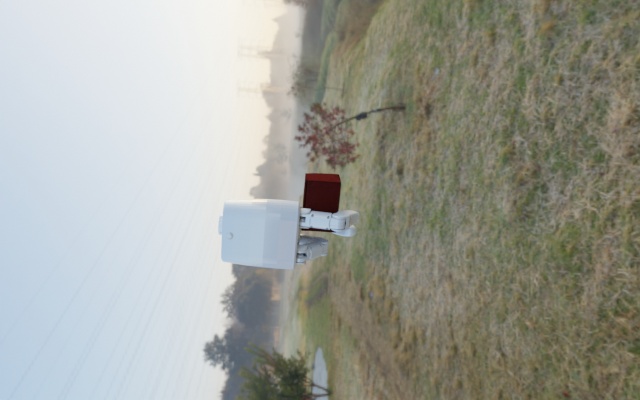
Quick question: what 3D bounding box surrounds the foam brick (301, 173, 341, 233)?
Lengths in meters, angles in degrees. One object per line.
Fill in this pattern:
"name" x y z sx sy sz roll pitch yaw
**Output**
"foam brick" 0.000 0.002 0.701 0.051 0.078 0.053 5 15 -3
